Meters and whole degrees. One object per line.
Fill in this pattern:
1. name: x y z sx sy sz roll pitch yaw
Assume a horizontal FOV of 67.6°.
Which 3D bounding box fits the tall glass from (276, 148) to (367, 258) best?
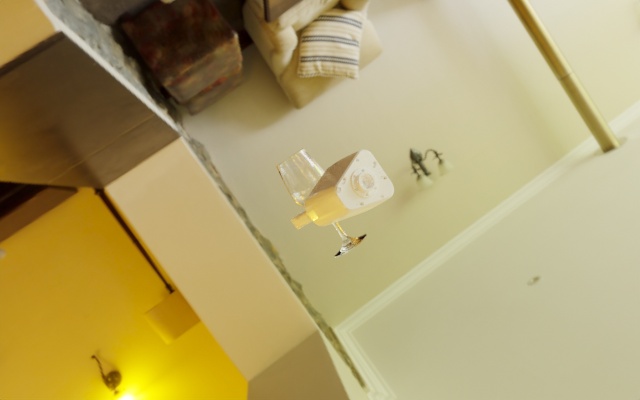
1. tall glass: 0.000 0.004 0.884 0.079 0.201 0.079 -35 4 3
